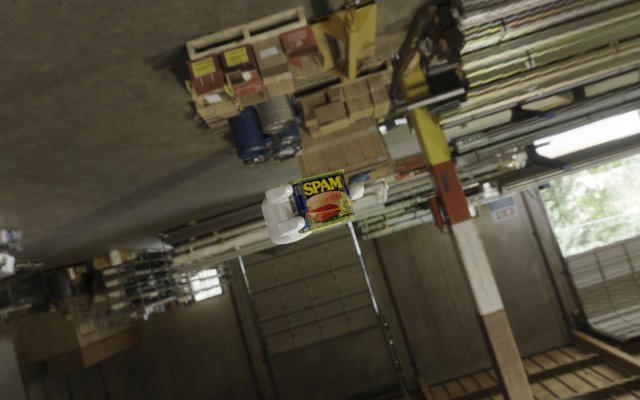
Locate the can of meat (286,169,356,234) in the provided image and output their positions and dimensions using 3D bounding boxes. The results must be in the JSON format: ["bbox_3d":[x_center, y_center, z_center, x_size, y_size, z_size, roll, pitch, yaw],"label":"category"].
[{"bbox_3d":[0.000,0.003,0.775,0.102,0.084,0.057,-14,-6,-28],"label":"can of meat"}]
